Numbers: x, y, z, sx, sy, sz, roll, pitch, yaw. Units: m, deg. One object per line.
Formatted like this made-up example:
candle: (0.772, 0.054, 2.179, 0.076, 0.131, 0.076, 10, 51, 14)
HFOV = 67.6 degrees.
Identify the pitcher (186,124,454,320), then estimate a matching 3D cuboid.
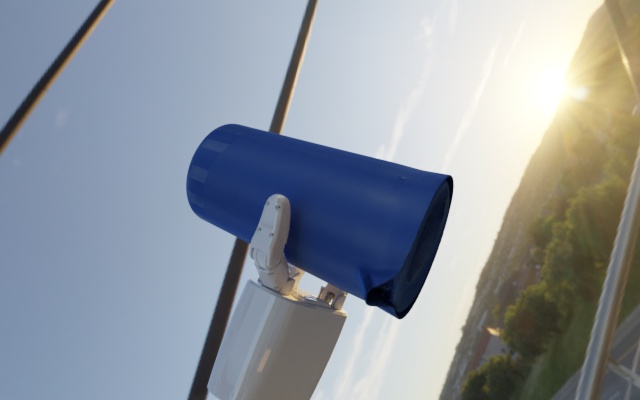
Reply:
pitcher: (0.000, 0.002, 0.469, 0.243, 0.145, 0.149, 20, -6, 23)
